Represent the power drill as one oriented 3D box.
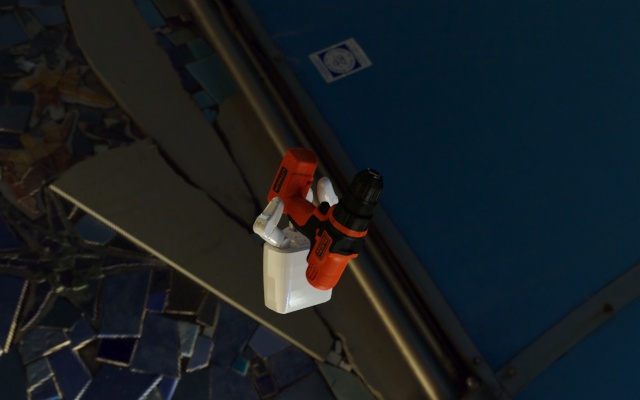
[{"bbox_3d":[0.000,0.002,0.669,0.057,0.184,0.187,8,29,-35],"label":"power drill"}]
